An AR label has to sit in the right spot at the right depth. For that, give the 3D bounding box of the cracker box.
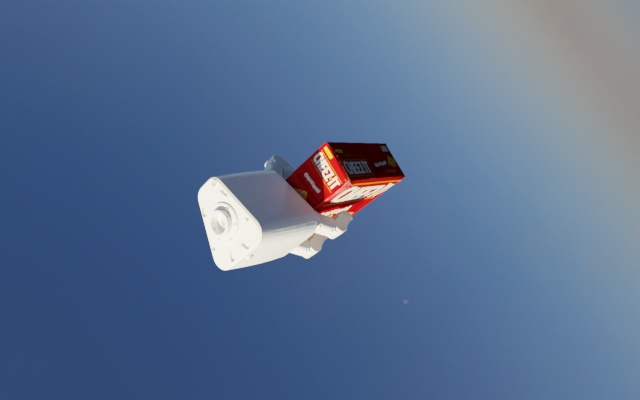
[{"bbox_3d":[0.000,0.002,0.719,0.214,0.072,0.164,-39,-17,32],"label":"cracker box"}]
